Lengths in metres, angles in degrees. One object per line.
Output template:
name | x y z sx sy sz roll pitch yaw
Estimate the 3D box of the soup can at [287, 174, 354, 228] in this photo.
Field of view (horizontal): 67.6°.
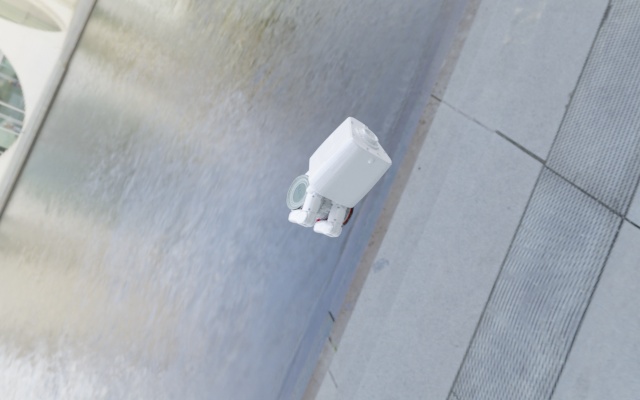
soup can | 0.000 0.003 0.842 0.102 0.068 0.068 24 -14 -34
